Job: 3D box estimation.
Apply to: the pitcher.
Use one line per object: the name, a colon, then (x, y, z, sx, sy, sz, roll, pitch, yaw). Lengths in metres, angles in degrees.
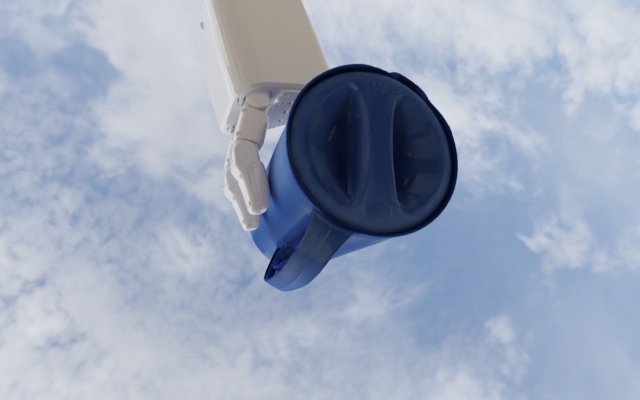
pitcher: (0.000, 0.001, 0.439, 0.149, 0.145, 0.243, -13, -12, -22)
